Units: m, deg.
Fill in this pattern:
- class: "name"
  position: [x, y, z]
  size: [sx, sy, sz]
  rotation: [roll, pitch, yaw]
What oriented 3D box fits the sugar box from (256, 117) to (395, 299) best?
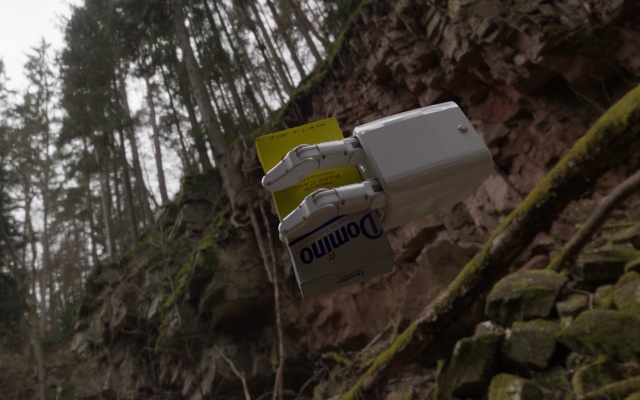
- class: "sugar box"
  position: [0.000, 0.001, 0.484]
  size: [0.093, 0.176, 0.048]
  rotation: [-17, -33, -7]
